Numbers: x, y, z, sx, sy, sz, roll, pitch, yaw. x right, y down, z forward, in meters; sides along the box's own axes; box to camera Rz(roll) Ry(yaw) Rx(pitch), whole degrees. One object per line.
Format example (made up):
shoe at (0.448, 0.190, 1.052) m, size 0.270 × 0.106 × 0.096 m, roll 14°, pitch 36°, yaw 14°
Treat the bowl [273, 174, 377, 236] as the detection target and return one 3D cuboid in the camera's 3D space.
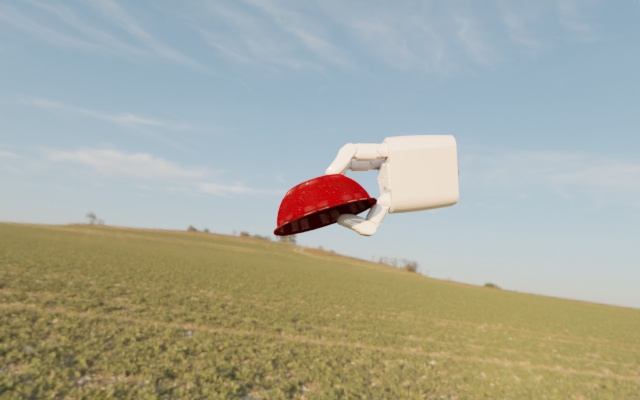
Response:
bowl at (-0.001, 0.002, 0.711) m, size 0.162 × 0.055 × 0.162 m, roll -18°, pitch -11°, yaw -3°
